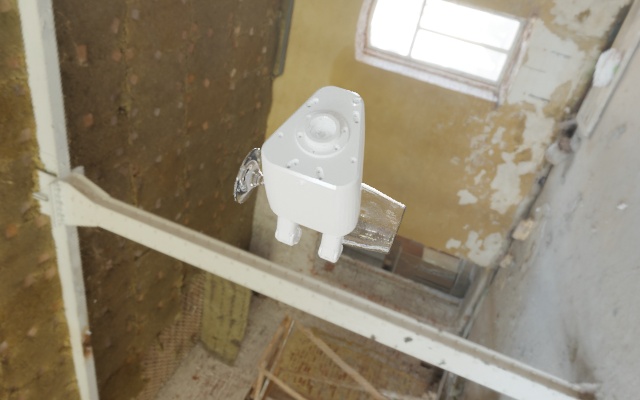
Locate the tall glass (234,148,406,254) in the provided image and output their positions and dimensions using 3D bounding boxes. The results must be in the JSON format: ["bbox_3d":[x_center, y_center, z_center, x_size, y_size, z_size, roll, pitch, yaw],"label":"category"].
[{"bbox_3d":[-0.001,0.002,0.588,0.201,0.079,0.079,20,4,10],"label":"tall glass"}]
